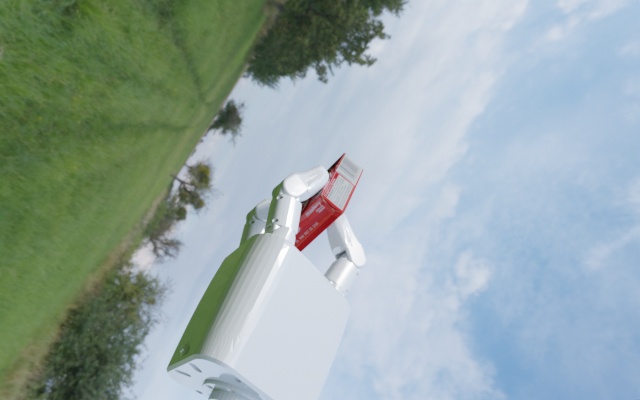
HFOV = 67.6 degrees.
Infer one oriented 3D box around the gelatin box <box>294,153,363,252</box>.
[{"bbox_3d":[0.001,0.002,0.473,0.073,0.030,0.089,-43,10,35],"label":"gelatin box"}]
